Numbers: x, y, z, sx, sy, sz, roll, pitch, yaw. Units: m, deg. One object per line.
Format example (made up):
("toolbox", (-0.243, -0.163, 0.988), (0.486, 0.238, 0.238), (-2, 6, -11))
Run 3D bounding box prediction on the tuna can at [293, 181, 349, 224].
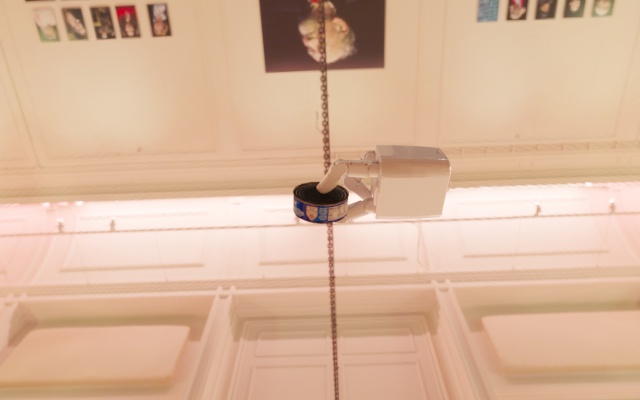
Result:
("tuna can", (0.000, 0.003, 0.731), (0.086, 0.034, 0.086), (3, 25, -1))
